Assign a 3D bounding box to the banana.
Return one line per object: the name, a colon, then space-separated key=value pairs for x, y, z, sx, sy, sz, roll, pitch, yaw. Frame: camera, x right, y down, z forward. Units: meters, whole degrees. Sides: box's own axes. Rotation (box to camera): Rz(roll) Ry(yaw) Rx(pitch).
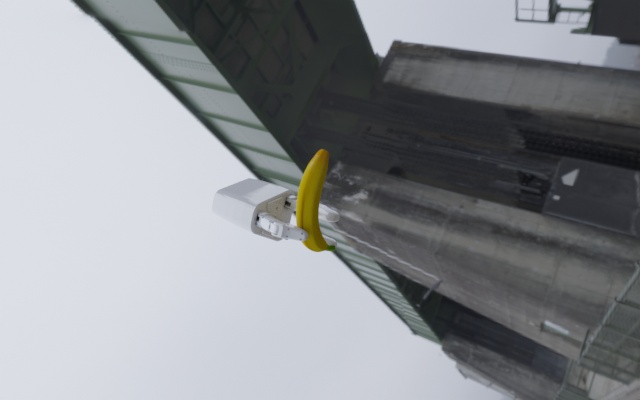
banana: x=-0.012 y=0.013 z=0.789 sx=0.037 sy=0.198 sz=0.069 roll=21 pitch=39 yaw=34
